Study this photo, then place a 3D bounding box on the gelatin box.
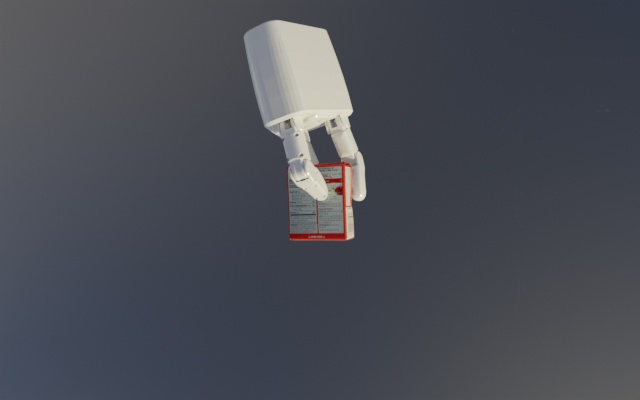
[{"bbox_3d":[0.000,0.002,0.559,0.073,0.089,0.030,-2,0,23],"label":"gelatin box"}]
